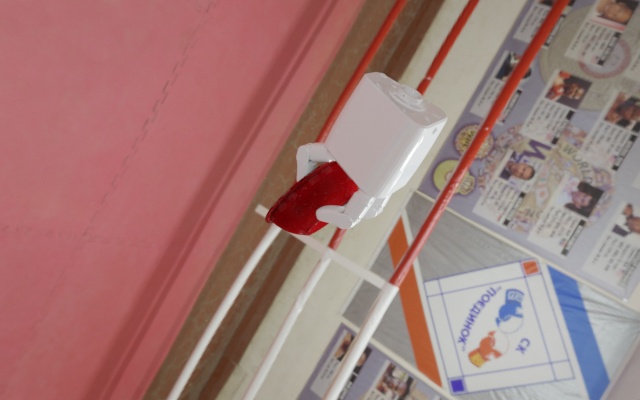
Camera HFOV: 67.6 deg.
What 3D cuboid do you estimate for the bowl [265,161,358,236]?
[{"bbox_3d":[0.000,0.003,0.694,0.162,0.055,0.162,-36,-9,-7],"label":"bowl"}]
